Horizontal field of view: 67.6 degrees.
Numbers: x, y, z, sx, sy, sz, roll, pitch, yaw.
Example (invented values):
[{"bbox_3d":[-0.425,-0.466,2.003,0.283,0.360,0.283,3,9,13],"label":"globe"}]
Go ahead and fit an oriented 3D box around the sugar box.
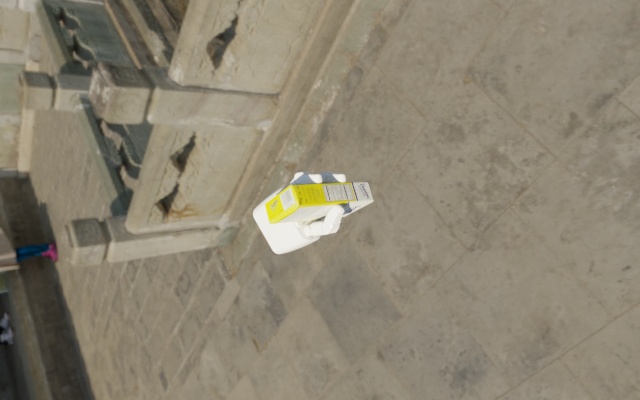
[{"bbox_3d":[0.000,0.002,0.853,0.176,0.048,0.093,-7,-16,-40],"label":"sugar box"}]
